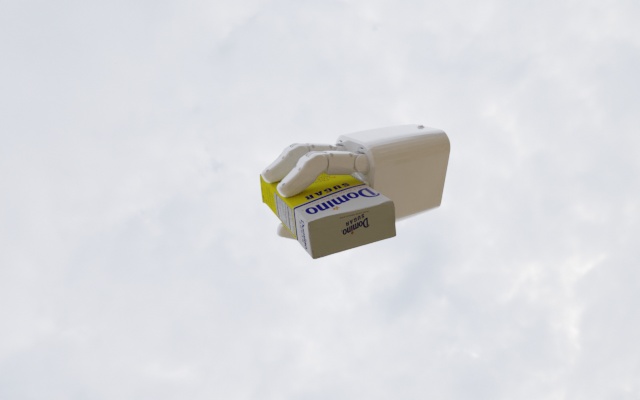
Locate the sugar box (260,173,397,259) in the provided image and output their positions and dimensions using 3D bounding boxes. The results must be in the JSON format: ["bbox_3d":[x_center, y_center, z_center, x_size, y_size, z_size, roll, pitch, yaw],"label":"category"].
[{"bbox_3d":[0.000,0.001,0.527,0.093,0.048,0.176,-14,20,-19],"label":"sugar box"}]
